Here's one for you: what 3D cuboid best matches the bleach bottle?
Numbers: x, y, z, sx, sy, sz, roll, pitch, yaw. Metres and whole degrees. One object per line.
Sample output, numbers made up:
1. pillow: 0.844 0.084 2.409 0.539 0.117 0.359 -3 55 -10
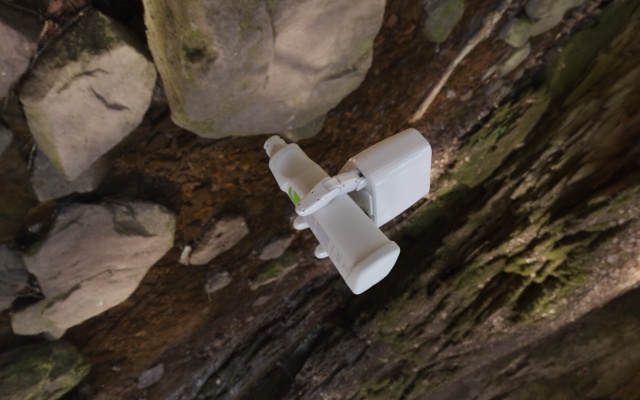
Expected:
1. bleach bottle: 0.000 0.002 0.649 0.068 0.250 0.103 -30 -23 -18
